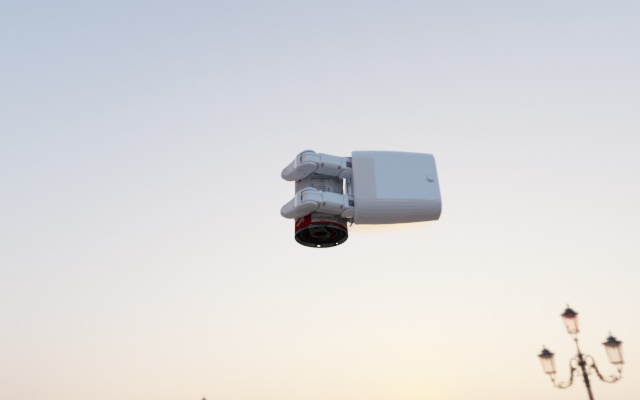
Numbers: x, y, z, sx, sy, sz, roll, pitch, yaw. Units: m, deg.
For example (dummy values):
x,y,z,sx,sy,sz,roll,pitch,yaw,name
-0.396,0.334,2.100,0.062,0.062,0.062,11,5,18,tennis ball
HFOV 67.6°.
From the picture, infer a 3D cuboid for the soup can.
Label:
x,y,z,sx,sy,sz,roll,pitch,yaw,name
0.000,0.002,0.618,0.068,0.102,0.068,-1,-28,-1,soup can
